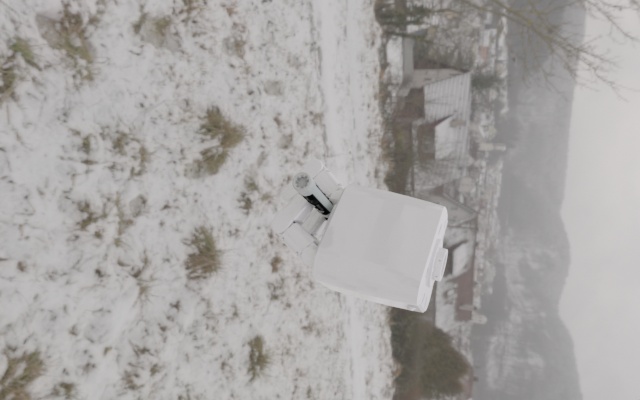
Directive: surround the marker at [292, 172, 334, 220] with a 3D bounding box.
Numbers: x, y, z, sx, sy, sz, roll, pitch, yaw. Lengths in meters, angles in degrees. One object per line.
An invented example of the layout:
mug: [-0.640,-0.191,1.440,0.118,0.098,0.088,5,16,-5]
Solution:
marker: [0.000,0.002,0.490,0.020,0.020,0.121,0,-19,18]
